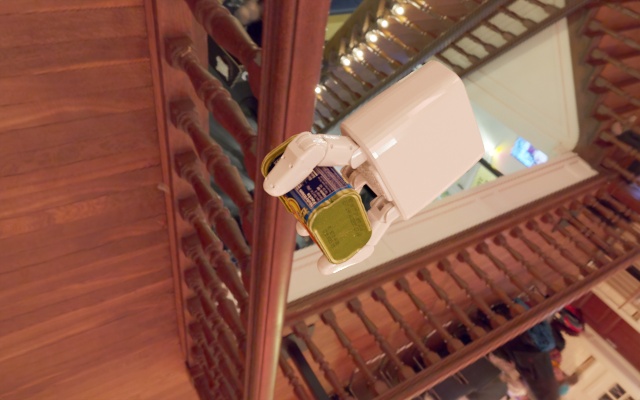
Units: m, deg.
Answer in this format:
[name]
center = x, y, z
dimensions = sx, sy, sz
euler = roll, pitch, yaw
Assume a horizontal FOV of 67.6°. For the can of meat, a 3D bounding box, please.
[can of meat]
center = 0.000, 0.002, 0.446
dimensions = 0.057, 0.084, 0.102
euler = -36, -36, -6
